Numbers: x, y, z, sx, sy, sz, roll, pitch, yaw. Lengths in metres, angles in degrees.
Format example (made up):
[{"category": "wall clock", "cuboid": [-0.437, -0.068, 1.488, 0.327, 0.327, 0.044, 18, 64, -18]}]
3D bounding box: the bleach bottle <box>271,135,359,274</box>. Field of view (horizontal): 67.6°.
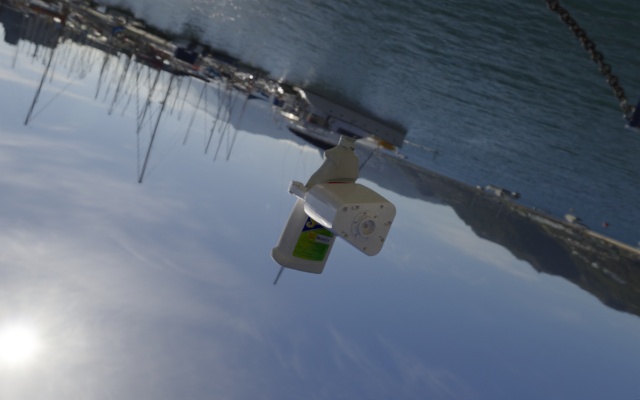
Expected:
[{"category": "bleach bottle", "cuboid": [0.000, 0.003, 0.858, 0.102, 0.251, 0.068, 17, 9, -28]}]
